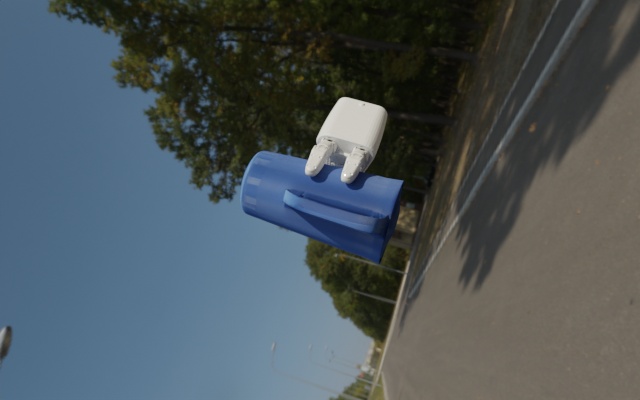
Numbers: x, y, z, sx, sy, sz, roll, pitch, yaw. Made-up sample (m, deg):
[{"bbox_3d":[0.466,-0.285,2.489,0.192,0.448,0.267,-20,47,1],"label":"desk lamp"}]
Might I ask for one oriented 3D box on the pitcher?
[{"bbox_3d":[0.000,0.002,0.744,0.243,0.145,0.149,16,-37,11],"label":"pitcher"}]
